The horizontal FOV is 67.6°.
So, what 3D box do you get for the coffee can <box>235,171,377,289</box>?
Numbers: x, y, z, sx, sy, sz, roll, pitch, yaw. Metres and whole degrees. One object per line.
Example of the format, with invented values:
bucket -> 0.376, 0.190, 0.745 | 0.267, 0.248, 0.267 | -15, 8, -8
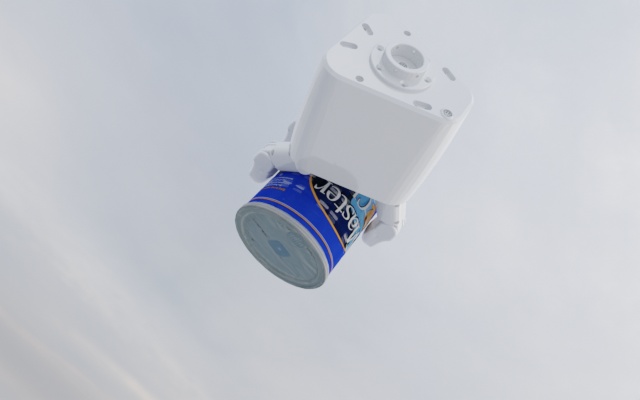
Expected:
coffee can -> 0.000, 0.002, 0.472 | 0.103, 0.103, 0.140 | 0, 39, 45
